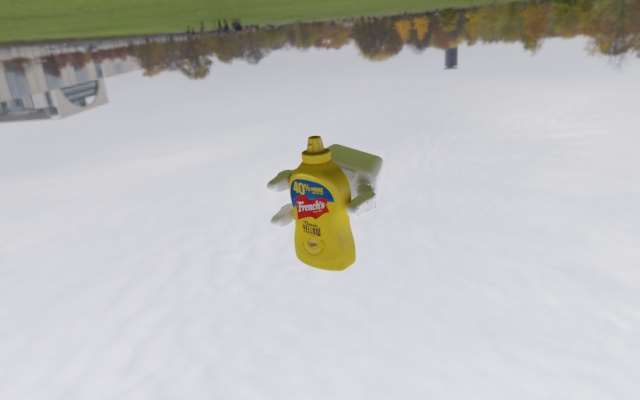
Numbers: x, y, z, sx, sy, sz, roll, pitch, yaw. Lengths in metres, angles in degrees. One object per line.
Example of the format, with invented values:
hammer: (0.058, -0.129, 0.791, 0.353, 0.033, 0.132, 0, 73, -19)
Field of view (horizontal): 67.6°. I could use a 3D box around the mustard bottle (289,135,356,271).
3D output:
mustard bottle: (0.000, 0.003, 0.685, 0.096, 0.192, 0.058, 12, 26, 38)
